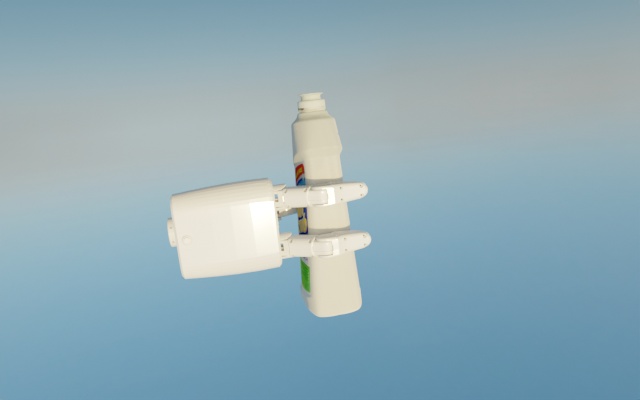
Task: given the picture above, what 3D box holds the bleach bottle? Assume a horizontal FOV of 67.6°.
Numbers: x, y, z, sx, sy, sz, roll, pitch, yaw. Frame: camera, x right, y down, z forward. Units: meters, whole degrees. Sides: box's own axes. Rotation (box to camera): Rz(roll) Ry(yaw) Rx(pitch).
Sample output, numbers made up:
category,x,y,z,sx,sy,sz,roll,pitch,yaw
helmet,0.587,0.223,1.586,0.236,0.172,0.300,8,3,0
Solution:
category,x,y,z,sx,sy,sz,roll,pitch,yaw
bleach bottle,0.000,0.002,0.565,0.068,0.251,0.102,-8,11,-11
